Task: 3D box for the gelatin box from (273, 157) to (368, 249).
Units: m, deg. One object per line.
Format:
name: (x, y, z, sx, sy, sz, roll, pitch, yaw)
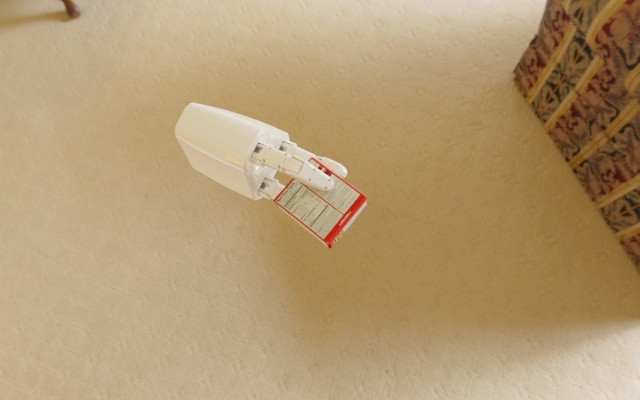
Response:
gelatin box: (0.000, 0.002, 0.574, 0.089, 0.073, 0.030, 37, -9, 17)
